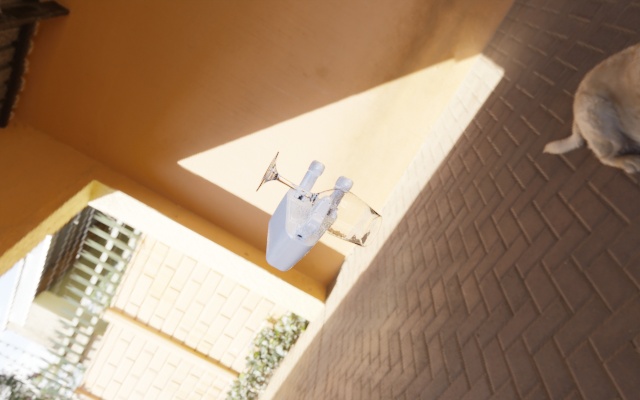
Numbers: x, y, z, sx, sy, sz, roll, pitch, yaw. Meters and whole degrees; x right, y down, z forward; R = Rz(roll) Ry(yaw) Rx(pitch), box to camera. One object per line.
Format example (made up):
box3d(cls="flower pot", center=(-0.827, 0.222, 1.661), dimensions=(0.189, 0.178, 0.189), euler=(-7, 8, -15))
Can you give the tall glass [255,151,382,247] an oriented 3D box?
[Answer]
box3d(cls="tall glass", center=(0.000, 0.002, 0.774), dimensions=(0.201, 0.079, 0.079), euler=(29, -5, -9))
